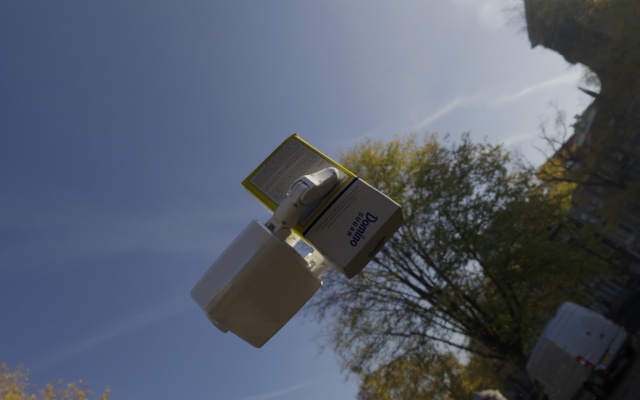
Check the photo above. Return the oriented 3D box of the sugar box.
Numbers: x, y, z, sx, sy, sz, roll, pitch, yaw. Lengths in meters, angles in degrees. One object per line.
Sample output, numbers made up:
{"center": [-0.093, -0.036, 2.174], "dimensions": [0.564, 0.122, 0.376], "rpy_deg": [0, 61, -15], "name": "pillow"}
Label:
{"center": [0.000, 0.002, 0.551], "dimensions": [0.176, 0.093, 0.048], "rpy_deg": [39, -11, 29], "name": "sugar box"}
